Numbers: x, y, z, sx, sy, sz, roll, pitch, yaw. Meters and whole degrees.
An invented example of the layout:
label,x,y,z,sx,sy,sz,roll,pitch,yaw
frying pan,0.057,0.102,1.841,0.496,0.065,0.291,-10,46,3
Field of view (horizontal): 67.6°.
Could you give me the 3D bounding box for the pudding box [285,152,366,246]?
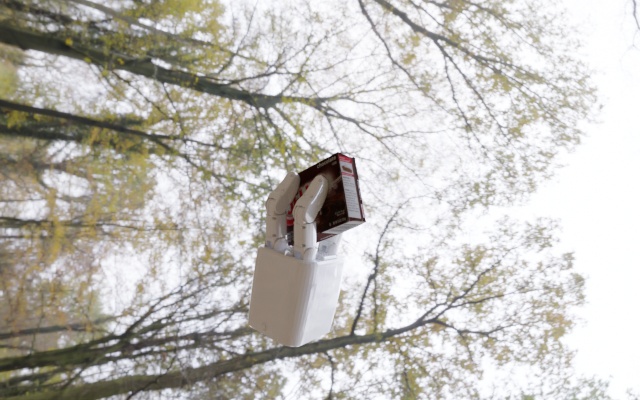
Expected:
label,x,y,z,sx,sy,sz,roll,pitch,yaw
pudding box,0.000,0.002,0.608,0.113,0.090,0.039,-24,-23,39
